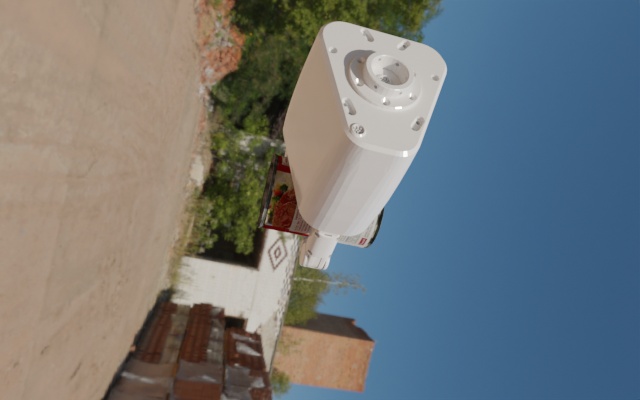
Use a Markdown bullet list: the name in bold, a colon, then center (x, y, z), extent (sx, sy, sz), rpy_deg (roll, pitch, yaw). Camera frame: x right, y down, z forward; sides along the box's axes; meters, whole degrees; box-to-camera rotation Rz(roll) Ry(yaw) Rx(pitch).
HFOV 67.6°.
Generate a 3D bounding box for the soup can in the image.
- **soup can**: center (0.000, 0.002, 0.435), extent (0.102, 0.068, 0.068), rpy_deg (12, -2, -10)
